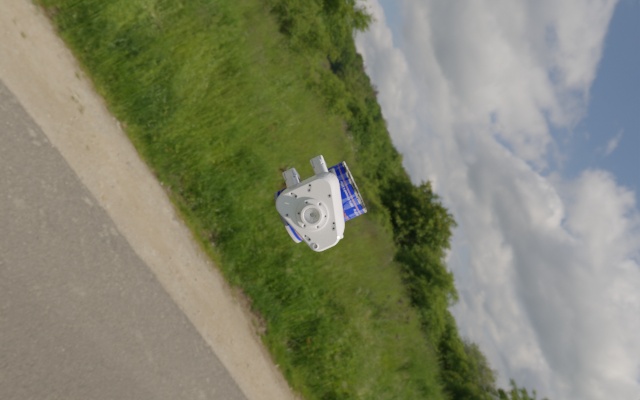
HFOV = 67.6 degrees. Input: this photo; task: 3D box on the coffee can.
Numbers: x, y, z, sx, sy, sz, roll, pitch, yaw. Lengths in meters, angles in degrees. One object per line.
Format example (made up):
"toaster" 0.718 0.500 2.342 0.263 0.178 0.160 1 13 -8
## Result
"coffee can" 0.000 0.003 0.874 0.140 0.103 0.103 -24 -3 7
